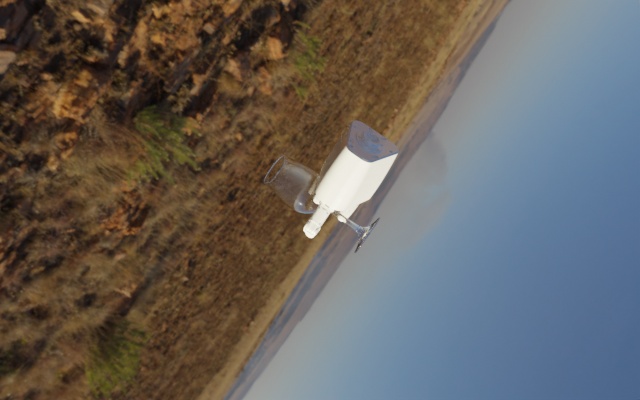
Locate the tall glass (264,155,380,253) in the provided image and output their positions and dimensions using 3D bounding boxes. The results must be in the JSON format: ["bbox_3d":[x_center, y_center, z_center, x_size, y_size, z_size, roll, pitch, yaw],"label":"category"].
[{"bbox_3d":[0.001,0.003,0.827,0.201,0.079,0.079,35,4,6],"label":"tall glass"}]
